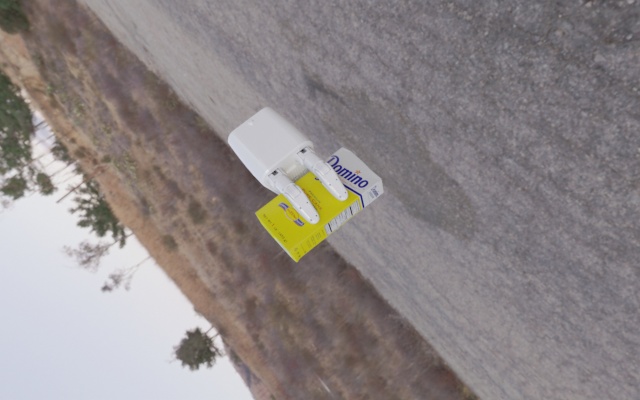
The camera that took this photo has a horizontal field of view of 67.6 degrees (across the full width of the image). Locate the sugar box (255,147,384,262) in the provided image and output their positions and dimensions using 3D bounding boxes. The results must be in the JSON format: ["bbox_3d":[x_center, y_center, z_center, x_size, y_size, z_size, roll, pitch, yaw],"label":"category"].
[{"bbox_3d":[0.000,0.002,0.722,0.093,0.176,0.048,45,-11,30],"label":"sugar box"}]
